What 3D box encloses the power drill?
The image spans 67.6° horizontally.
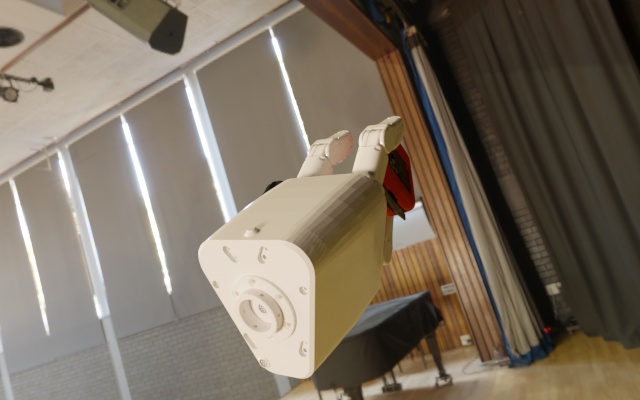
[{"bbox_3d":[0.000,0.001,0.480,0.188,0.057,0.184,-32,25,23],"label":"power drill"}]
